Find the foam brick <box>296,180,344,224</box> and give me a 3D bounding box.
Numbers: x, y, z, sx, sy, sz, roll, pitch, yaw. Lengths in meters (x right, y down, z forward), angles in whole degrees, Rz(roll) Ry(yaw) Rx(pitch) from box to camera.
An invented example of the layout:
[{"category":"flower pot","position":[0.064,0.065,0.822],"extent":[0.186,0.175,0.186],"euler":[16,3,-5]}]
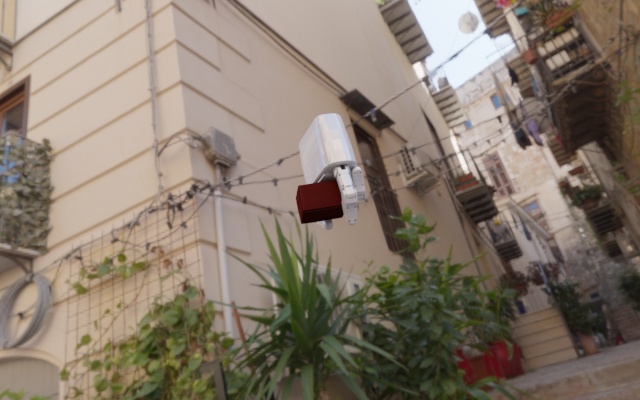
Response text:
[{"category":"foam brick","position":[0.000,0.003,0.820],"extent":[0.078,0.051,0.053],"euler":[-9,-24,-12]}]
